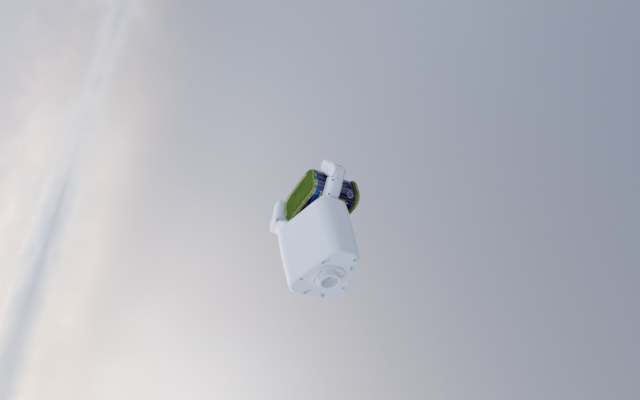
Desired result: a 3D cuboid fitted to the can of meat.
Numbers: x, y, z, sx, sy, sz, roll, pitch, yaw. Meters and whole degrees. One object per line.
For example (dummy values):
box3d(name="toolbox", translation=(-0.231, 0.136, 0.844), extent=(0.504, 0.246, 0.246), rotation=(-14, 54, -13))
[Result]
box3d(name="can of meat", translation=(0.000, 0.002, 0.779), extent=(0.084, 0.057, 0.102), rotation=(18, -51, -28))
